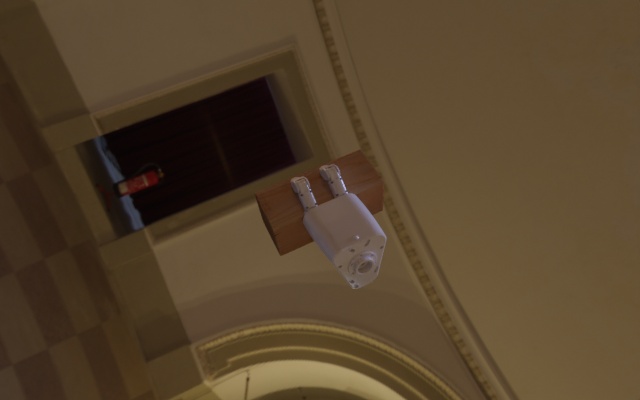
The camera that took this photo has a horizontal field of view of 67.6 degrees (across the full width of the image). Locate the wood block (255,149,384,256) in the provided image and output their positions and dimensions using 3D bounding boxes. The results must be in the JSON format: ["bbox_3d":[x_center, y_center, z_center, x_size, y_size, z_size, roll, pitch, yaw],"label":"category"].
[{"bbox_3d":[0.000,0.003,0.848,0.206,0.090,0.091,-23,-36,-12],"label":"wood block"}]
